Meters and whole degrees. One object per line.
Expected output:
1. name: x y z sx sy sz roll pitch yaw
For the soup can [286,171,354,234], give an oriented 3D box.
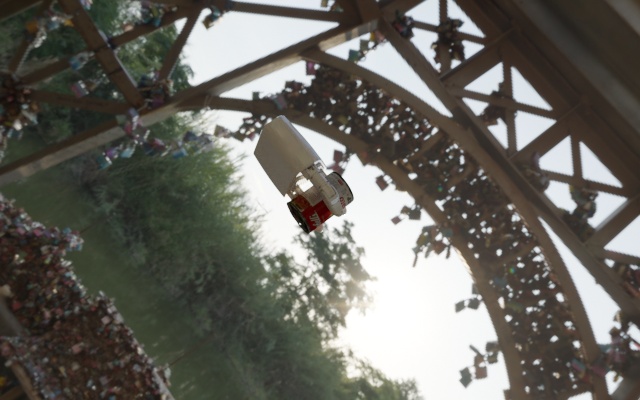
1. soup can: 0.001 0.003 0.846 0.102 0.068 0.068 -35 10 -15
